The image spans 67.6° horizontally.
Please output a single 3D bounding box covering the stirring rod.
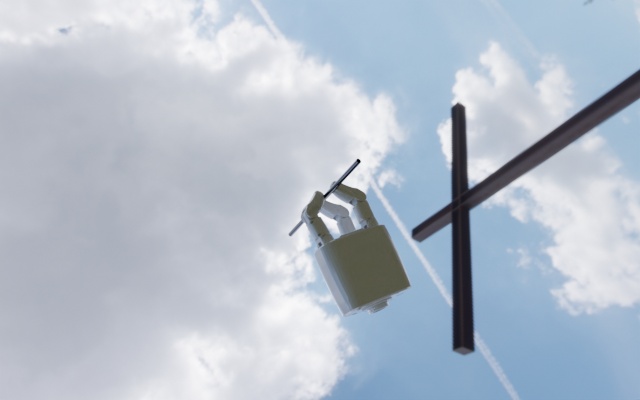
[{"bbox_3d":[0.000,0.003,0.766,0.011,0.011,0.240,0,-29,-31],"label":"stirring rod"}]
